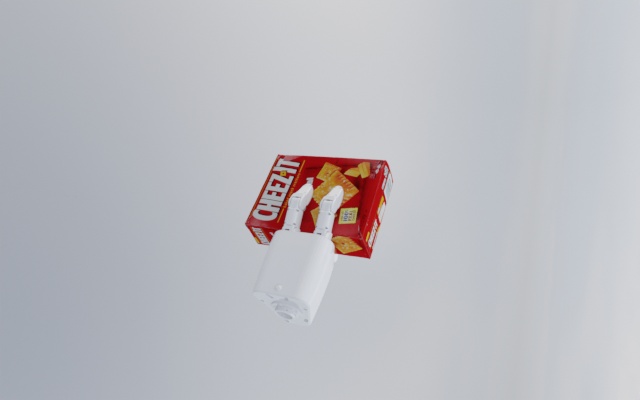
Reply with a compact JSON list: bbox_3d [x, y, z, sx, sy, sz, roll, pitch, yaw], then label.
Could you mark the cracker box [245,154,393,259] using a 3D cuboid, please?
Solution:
[{"bbox_3d":[0.000,0.003,0.819,0.213,0.164,0.072,6,-35,24],"label":"cracker box"}]
